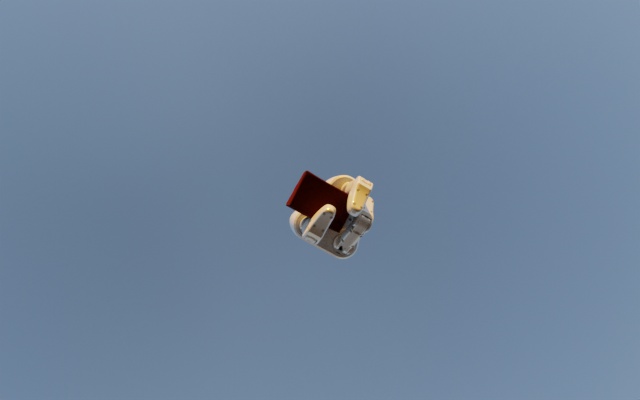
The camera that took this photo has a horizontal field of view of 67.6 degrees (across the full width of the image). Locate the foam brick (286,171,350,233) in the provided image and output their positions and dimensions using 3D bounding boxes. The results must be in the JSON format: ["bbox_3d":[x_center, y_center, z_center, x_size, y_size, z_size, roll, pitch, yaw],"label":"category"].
[{"bbox_3d":[0.000,0.002,0.634,0.078,0.053,0.051,30,-4,-9],"label":"foam brick"}]
